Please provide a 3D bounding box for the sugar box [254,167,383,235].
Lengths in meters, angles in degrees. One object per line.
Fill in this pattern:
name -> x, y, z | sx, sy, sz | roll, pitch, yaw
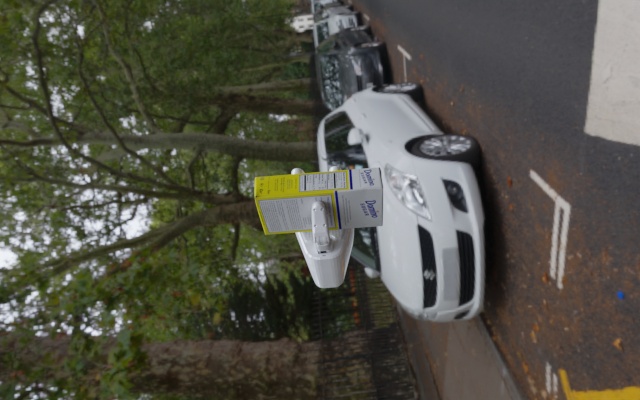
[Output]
sugar box -> 0.000, 0.002, 0.683 | 0.176, 0.048, 0.093 | -6, -38, 2
